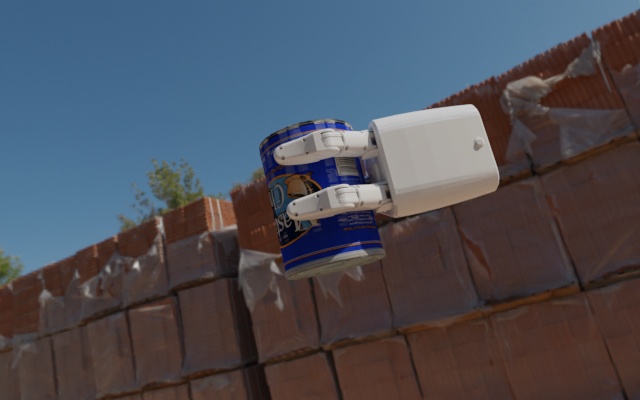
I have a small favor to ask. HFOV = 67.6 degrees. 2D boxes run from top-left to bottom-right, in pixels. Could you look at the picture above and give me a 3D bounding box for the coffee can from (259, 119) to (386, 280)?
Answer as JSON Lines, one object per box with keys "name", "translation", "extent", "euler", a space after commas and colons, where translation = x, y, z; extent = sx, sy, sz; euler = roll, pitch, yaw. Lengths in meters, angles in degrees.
{"name": "coffee can", "translation": [0.000, 0.002, 0.494], "extent": [0.103, 0.140, 0.103], "euler": [-13, -13, -3]}
